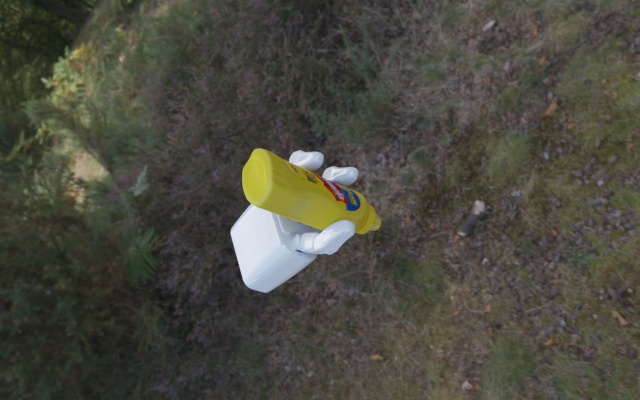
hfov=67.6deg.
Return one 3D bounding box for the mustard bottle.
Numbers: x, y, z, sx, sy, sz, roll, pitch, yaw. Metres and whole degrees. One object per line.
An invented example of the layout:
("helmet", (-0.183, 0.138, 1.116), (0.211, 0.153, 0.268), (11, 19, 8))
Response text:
("mustard bottle", (0.000, 0.002, 0.596), (0.192, 0.058, 0.096), (23, 18, -31))
